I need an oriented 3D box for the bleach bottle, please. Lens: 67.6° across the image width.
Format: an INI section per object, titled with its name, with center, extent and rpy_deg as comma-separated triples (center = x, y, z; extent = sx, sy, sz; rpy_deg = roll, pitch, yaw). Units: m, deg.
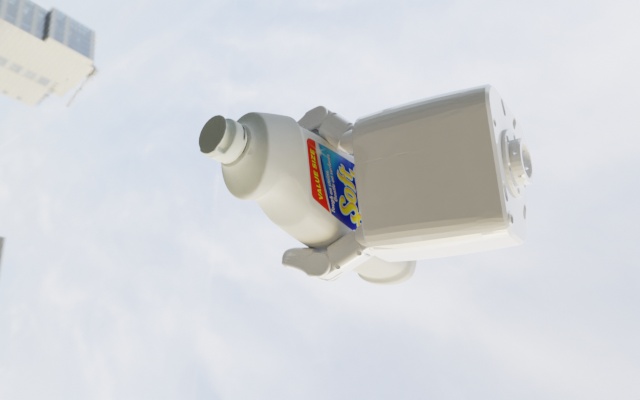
[bleach bottle]
center = 0.000, 0.001, 0.415
extent = 0.068, 0.102, 0.251
rpy_deg = -9, -23, 36
